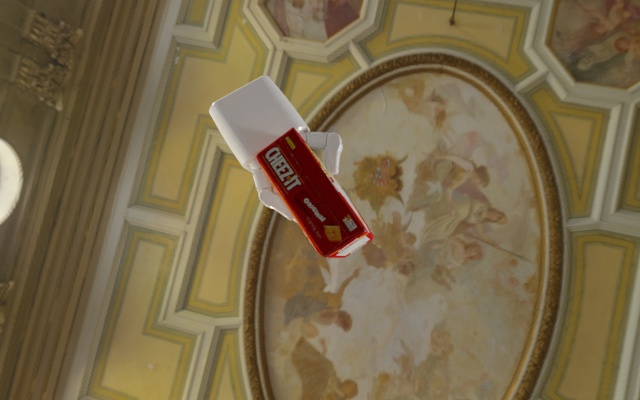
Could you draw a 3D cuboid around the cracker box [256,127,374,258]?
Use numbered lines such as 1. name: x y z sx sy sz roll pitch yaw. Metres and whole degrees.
1. cracker box: 0.000 0.002 0.697 0.072 0.164 0.214 -36 -11 4
